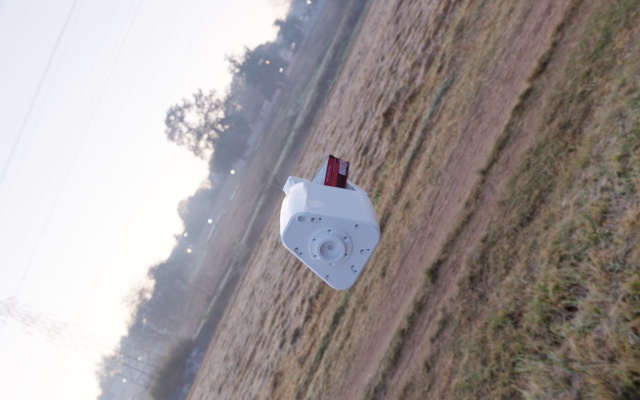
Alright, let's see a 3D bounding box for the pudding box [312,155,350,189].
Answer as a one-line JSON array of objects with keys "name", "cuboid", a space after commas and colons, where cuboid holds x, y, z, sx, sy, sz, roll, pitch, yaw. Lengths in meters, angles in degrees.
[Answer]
[{"name": "pudding box", "cuboid": [0.000, 0.002, 0.699, 0.039, 0.090, 0.113, 25, -46, -12]}]
